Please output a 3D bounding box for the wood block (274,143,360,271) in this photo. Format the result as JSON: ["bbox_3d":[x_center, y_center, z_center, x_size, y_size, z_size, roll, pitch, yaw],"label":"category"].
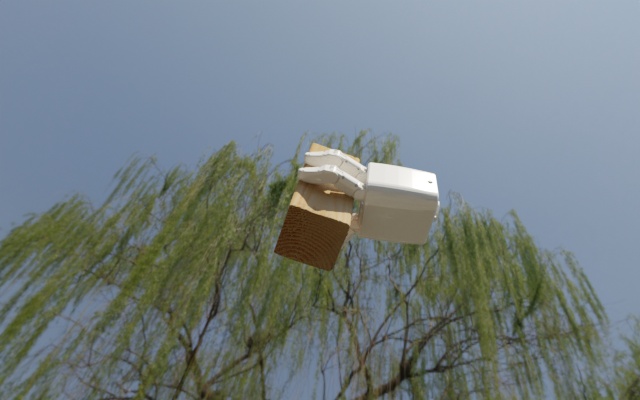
[{"bbox_3d":[0.000,0.003,0.749,0.090,0.091,0.206,19,31,-2],"label":"wood block"}]
